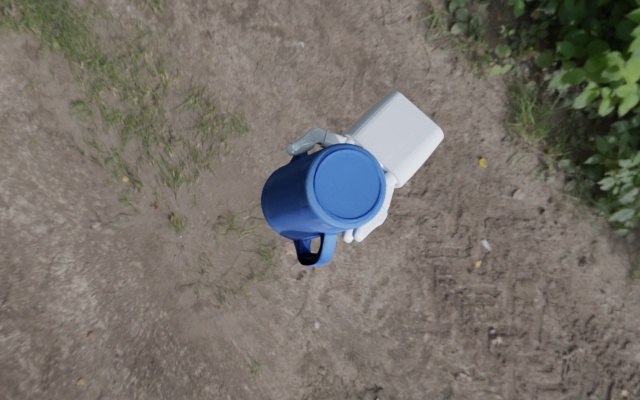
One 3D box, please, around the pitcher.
[{"bbox_3d":[0.000,0.002,0.693,0.145,0.149,0.243,-45,9,-15],"label":"pitcher"}]
